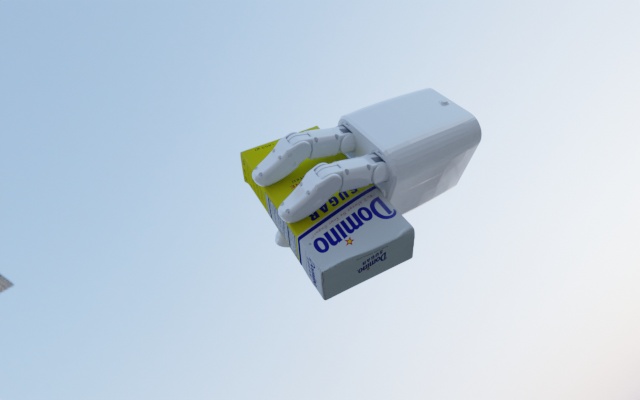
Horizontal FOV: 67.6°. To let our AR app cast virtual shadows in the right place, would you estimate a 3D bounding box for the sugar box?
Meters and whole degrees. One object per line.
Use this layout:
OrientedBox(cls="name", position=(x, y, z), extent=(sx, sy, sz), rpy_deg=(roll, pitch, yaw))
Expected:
OrientedBox(cls="sugar box", position=(0.000, 0.001, 0.450), extent=(0.093, 0.048, 0.176), rpy_deg=(-23, 45, -19))
